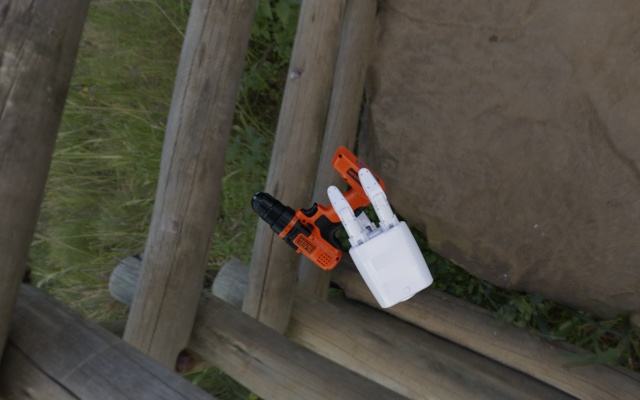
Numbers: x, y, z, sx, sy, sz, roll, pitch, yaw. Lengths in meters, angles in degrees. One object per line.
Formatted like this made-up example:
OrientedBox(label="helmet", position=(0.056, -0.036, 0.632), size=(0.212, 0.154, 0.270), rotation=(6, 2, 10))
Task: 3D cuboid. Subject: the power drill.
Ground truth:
OrientedBox(label="power drill", position=(0.001, 0.002, 0.797), size=(0.184, 0.188, 0.057), rotation=(39, 19, -9))
